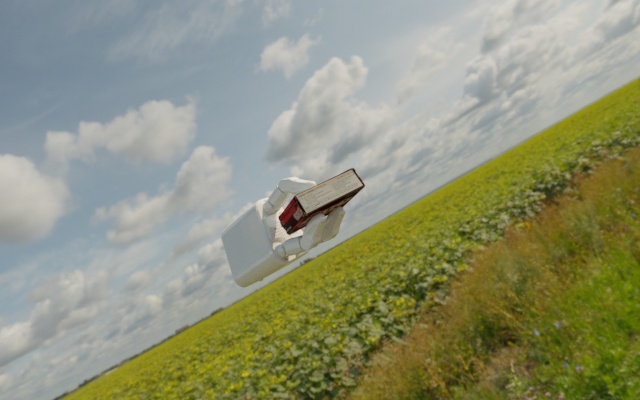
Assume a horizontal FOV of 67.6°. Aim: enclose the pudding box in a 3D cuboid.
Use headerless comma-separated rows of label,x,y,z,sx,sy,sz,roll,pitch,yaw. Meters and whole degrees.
pudding box,0.000,0.002,0.717,0.113,0.039,0.090,-29,-8,-28
